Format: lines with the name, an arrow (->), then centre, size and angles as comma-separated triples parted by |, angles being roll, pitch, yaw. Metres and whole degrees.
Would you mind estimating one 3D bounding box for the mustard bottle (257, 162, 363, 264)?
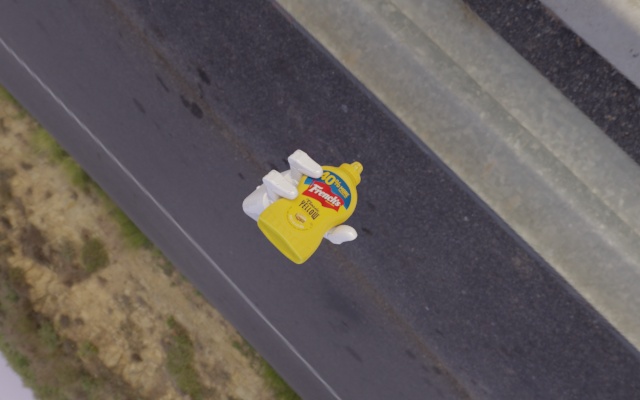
mustard bottle -> 0.000, 0.003, 0.744 | 0.191, 0.096, 0.058 | -43, -8, -26
